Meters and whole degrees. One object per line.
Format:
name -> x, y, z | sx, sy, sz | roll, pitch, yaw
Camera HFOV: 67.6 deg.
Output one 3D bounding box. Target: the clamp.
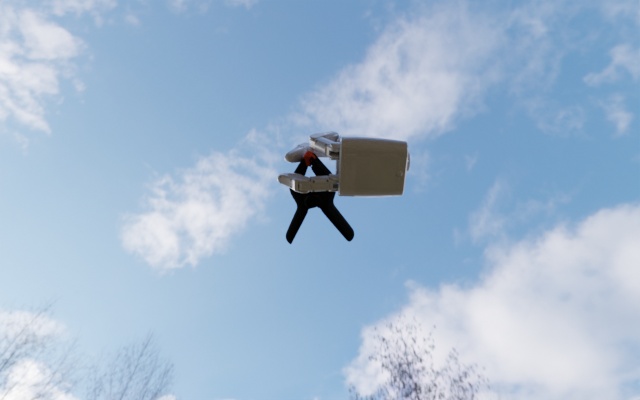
clamp -> 0.000, 0.002, 0.808 | 0.120, 0.171, 0.039 | 2, 28, 1
